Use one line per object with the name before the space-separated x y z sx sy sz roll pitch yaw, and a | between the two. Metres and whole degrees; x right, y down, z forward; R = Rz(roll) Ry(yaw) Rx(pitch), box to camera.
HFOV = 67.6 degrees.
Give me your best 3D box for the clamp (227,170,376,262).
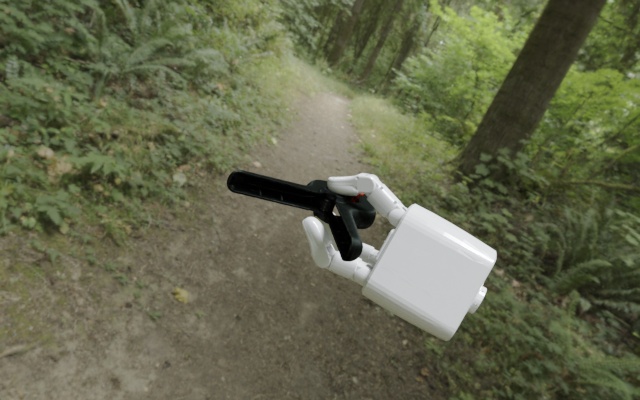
clamp | 0.001 0.001 0.559 0.164 0.036 0.210 29 17 15
